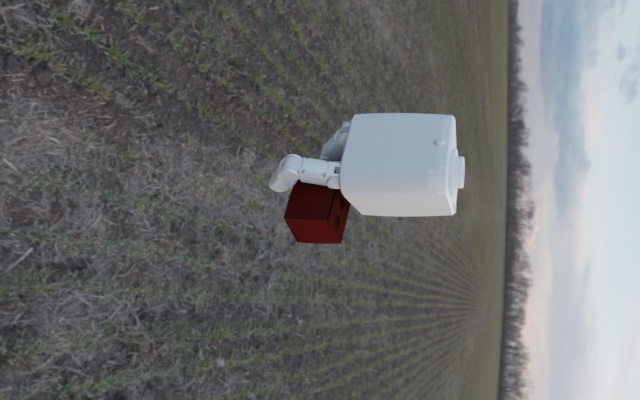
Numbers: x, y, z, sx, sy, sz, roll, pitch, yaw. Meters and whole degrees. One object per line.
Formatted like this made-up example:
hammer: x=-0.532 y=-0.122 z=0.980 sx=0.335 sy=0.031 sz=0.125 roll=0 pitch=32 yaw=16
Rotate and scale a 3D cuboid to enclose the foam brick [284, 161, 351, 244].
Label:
foam brick: x=0.000 y=0.002 z=0.520 sx=0.051 sy=0.078 sz=0.053 roll=3 pitch=-32 yaw=20
